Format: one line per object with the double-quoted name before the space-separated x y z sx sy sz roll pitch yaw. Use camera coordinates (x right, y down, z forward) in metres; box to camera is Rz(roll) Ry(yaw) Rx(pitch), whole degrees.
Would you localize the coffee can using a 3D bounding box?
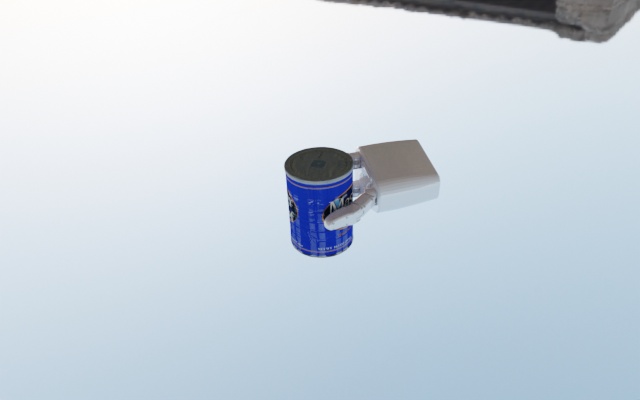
"coffee can" 0.000 0.002 0.738 0.103 0.140 0.102 -2 34 1
